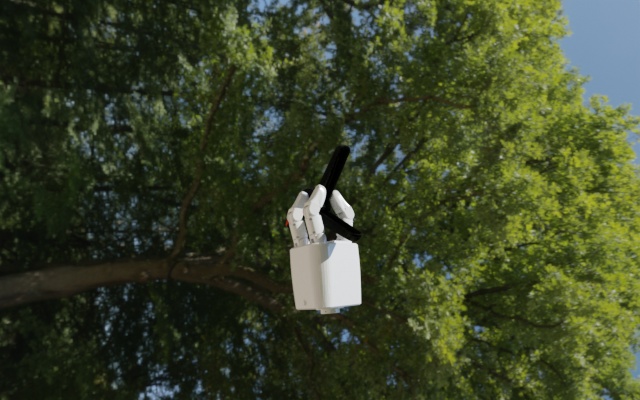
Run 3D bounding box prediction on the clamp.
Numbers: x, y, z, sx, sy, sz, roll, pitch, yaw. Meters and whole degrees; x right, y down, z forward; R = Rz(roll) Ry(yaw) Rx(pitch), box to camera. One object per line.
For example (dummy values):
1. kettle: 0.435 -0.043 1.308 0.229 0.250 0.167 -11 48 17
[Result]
1. clamp: 0.001 0.003 0.846 0.036 0.164 0.210 6 -15 -32
